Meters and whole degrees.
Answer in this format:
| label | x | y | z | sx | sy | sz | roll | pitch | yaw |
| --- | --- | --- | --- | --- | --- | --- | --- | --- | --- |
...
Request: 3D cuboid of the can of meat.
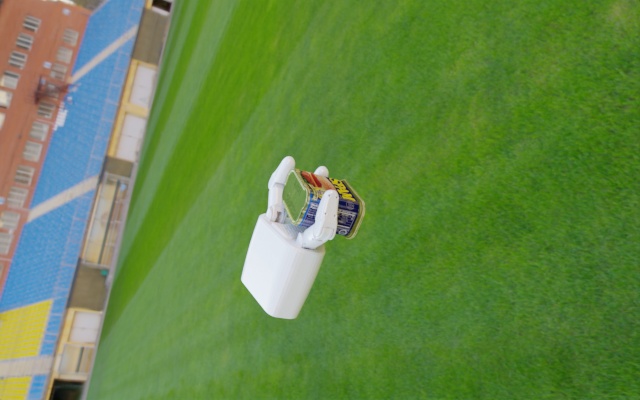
| label | x | y | z | sx | sy | sz | roll | pitch | yaw |
| --- | --- | --- | --- | --- | --- | --- | --- | --- | --- |
| can of meat | 0.000 | 0.002 | 0.645 | 0.084 | 0.057 | 0.102 | 13 | 21 | -23 |
